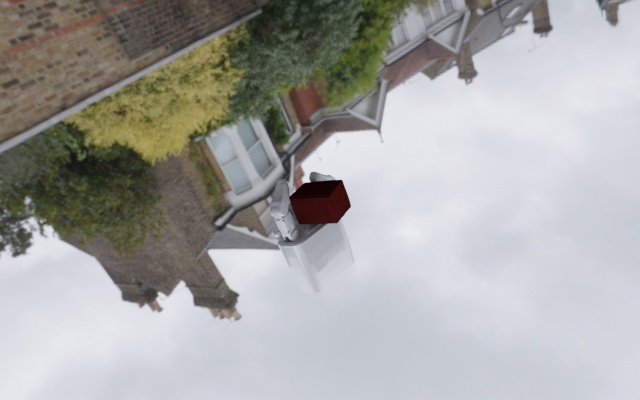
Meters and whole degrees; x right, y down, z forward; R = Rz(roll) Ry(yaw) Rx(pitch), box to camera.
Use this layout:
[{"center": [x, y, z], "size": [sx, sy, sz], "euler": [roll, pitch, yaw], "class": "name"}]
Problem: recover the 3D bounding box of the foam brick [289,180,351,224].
[{"center": [0.000, 0.002, 0.761], "size": [0.078, 0.051, 0.053], "euler": [-3, 29, 36], "class": "foam brick"}]
